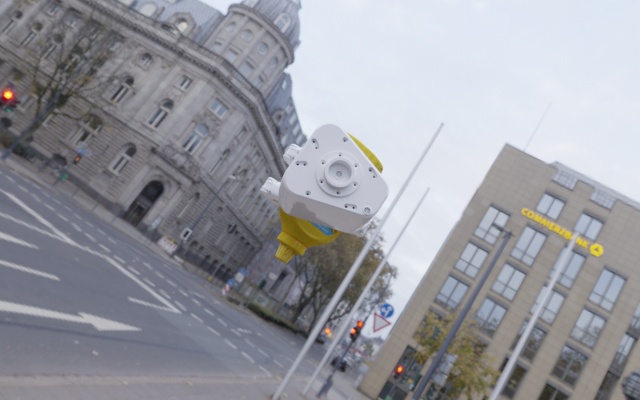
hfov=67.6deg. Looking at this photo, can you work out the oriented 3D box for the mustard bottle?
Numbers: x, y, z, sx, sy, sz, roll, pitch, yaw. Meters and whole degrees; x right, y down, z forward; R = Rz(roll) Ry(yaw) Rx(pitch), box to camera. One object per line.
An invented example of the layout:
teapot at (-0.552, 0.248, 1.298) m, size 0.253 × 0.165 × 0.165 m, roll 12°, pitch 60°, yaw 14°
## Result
mustard bottle at (0.000, 0.002, 0.653) m, size 0.096 × 0.191 × 0.058 m, roll 39°, pitch -12°, yaw -22°
